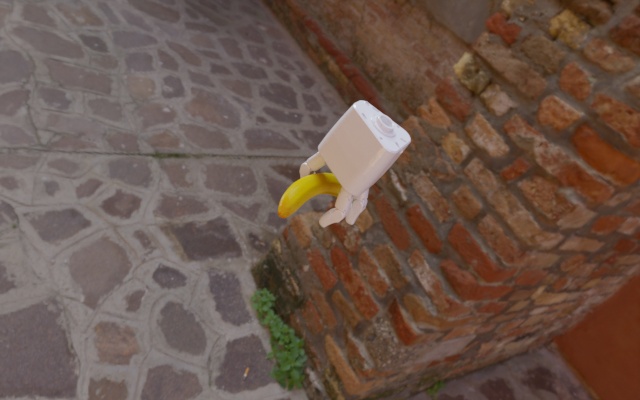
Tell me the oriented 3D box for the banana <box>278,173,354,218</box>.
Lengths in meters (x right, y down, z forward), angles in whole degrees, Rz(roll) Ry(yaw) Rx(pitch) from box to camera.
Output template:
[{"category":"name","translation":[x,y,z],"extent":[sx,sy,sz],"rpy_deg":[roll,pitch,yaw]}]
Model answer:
[{"category":"banana","translation":[-0.005,-0.014,0.823],"extent":[0.198,0.069,0.037],"rpy_deg":[-8,-23,-47]}]
